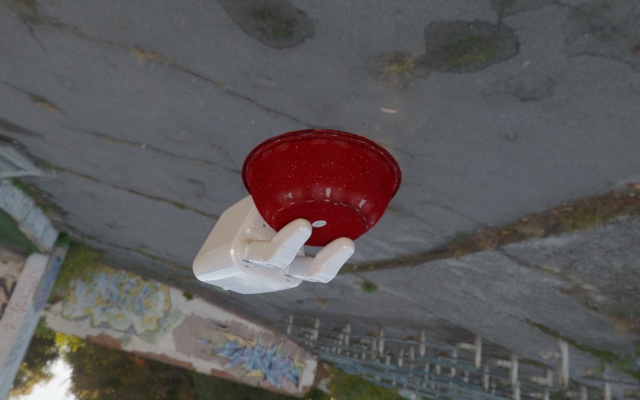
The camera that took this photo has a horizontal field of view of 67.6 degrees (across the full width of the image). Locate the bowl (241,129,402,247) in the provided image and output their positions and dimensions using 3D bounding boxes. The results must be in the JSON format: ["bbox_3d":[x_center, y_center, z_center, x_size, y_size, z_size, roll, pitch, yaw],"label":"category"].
[{"bbox_3d":[0.001,0.001,0.470,0.162,0.055,0.162,1,-32,1],"label":"bowl"}]
